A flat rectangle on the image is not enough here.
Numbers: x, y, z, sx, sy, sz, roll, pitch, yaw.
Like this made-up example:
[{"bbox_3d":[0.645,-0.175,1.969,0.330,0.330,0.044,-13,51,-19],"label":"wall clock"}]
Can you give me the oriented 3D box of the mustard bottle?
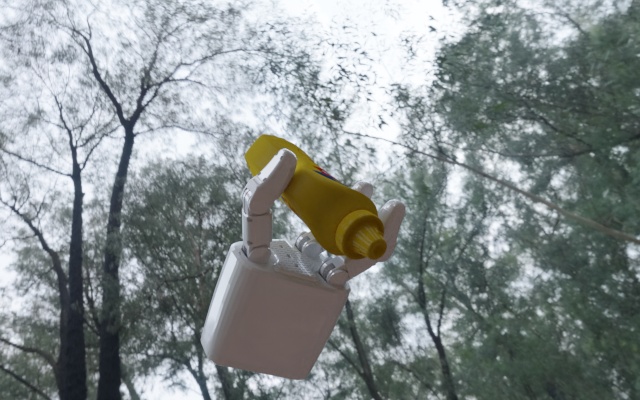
[{"bbox_3d":[0.000,0.001,0.445,0.096,0.058,0.191,41,0,-37],"label":"mustard bottle"}]
